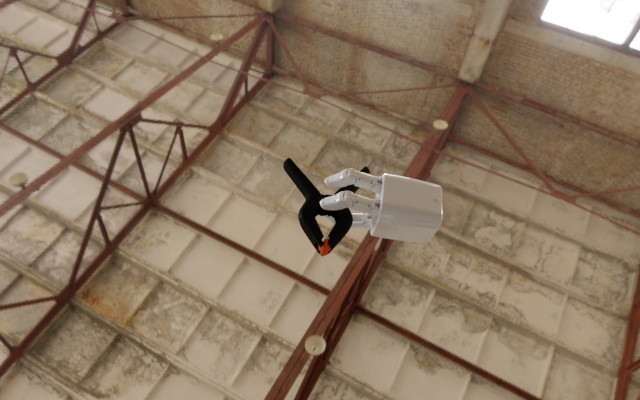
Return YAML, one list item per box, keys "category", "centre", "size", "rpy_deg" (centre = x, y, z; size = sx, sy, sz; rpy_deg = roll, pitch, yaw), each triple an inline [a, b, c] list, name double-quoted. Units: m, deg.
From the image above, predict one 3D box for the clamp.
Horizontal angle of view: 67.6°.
- category: "clamp"
  centre: [0.000, 0.004, 0.852]
  size: [0.164, 0.209, 0.036]
  rpy_deg: [10, -41, 1]
